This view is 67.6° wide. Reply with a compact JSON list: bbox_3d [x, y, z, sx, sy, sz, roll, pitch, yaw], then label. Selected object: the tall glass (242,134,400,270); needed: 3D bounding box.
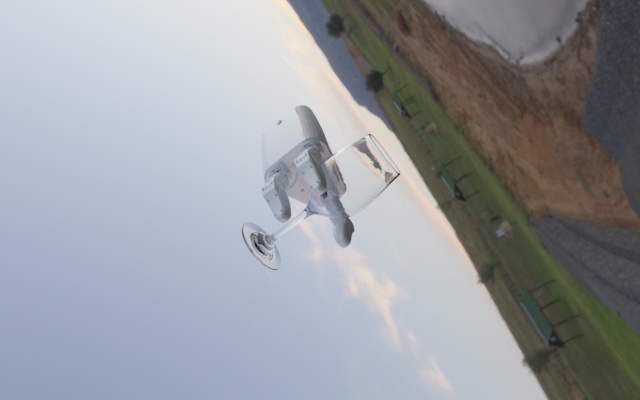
[{"bbox_3d":[0.000,0.002,0.595,0.201,0.079,0.079,-36,-11,15],"label":"tall glass"}]
